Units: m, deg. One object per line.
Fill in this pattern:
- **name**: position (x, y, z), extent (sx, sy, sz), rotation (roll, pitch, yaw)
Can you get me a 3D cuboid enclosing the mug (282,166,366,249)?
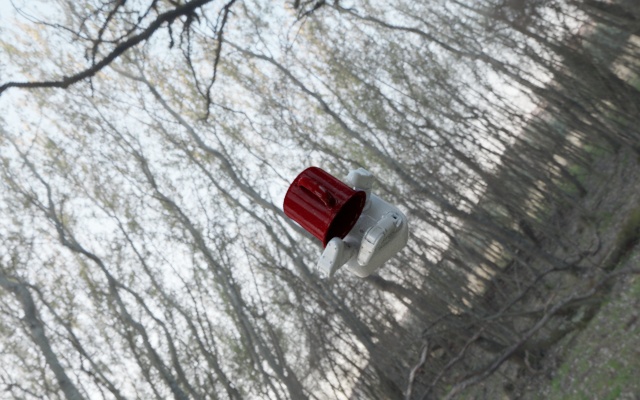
- **mug**: position (0.000, 0.002, 0.640), extent (0.081, 0.093, 0.117), rotation (34, -8, 22)
